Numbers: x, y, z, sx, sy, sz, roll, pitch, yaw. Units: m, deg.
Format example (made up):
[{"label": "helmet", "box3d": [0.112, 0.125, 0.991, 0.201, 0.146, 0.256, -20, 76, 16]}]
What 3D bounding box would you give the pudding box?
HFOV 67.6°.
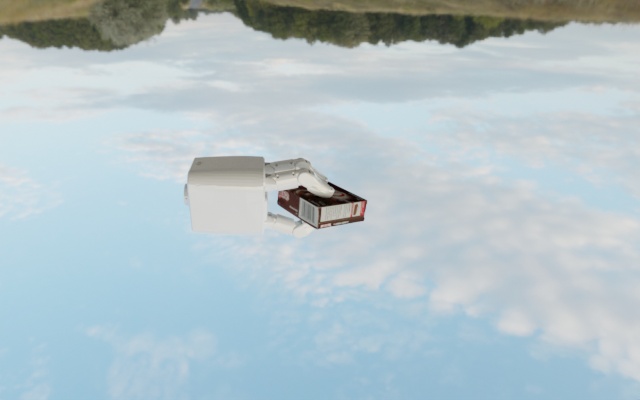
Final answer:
[{"label": "pudding box", "box3d": [0.000, 0.003, 0.719, 0.090, 0.039, 0.113, -9, 26, -35]}]
